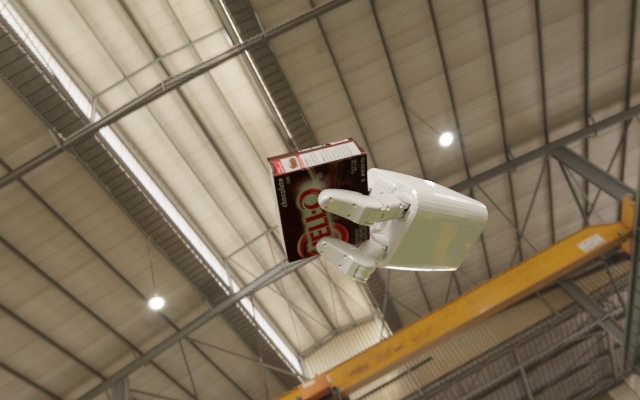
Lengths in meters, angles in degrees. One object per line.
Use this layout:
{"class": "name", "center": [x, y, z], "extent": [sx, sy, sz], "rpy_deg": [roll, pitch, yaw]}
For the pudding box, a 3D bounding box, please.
{"class": "pudding box", "center": [0.000, 0.001, 0.471], "extent": [0.090, 0.114, 0.039], "rpy_deg": [-16, 37, -11]}
